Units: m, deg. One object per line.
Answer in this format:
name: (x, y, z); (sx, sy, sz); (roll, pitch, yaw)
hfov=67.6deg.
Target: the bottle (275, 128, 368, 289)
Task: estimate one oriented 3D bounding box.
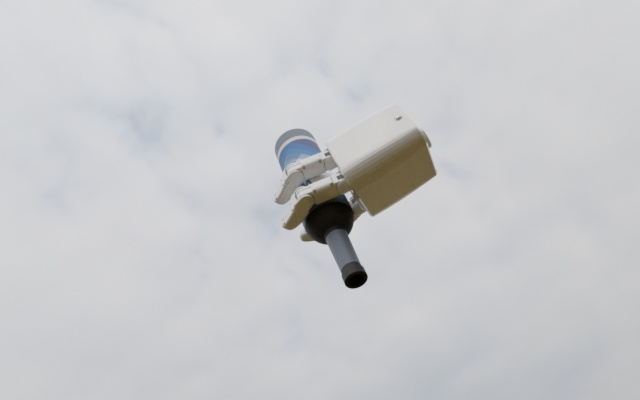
bottle: (0.000, 0.002, 0.638); (0.069, 0.069, 0.295); (0, 36, -19)
